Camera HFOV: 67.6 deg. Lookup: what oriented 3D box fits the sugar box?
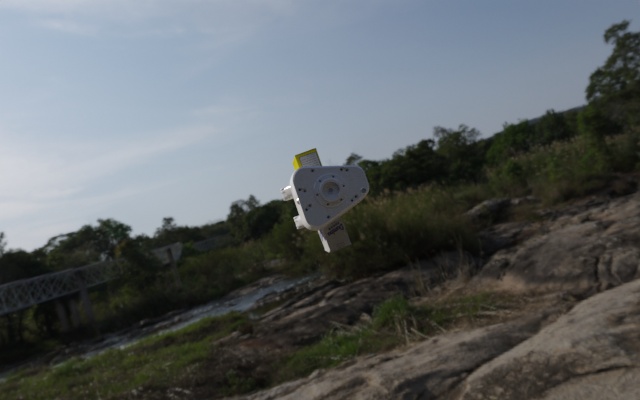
[{"bbox_3d":[0.000,0.003,0.842,0.048,0.176,0.093,-18,-2,-6],"label":"sugar box"}]
